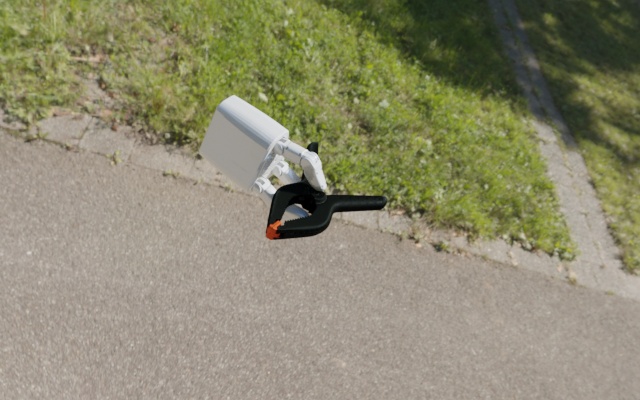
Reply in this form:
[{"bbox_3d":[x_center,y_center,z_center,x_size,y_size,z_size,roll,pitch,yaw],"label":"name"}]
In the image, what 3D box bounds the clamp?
[{"bbox_3d":[0.000,0.002,0.730,0.164,0.036,0.210,34,46,10],"label":"clamp"}]
